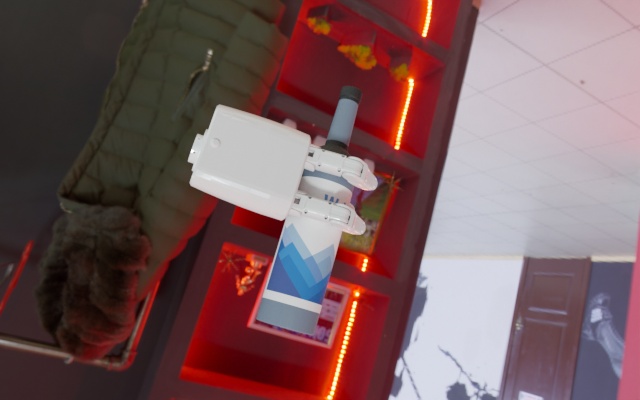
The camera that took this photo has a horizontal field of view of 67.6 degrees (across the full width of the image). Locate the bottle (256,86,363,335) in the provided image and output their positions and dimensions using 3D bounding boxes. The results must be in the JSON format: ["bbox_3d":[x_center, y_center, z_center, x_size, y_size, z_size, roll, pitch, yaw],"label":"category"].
[{"bbox_3d":[0.000,0.002,0.559,0.069,0.295,0.069,15,-13,4],"label":"bottle"}]
